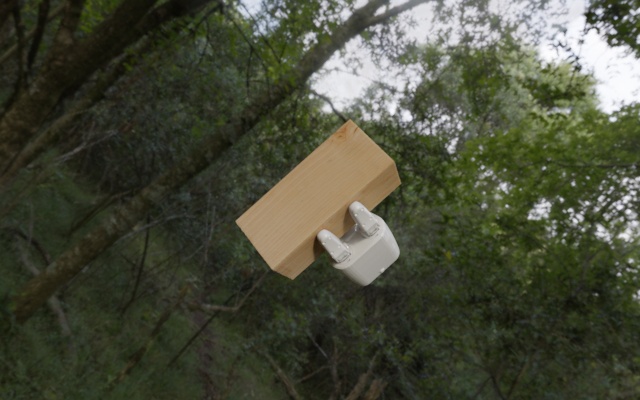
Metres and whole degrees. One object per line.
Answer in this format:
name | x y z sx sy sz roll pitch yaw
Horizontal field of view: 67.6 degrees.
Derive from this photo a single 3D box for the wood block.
wood block | 0.000 0.002 0.657 0.206 0.090 0.090 -42 -24 0
